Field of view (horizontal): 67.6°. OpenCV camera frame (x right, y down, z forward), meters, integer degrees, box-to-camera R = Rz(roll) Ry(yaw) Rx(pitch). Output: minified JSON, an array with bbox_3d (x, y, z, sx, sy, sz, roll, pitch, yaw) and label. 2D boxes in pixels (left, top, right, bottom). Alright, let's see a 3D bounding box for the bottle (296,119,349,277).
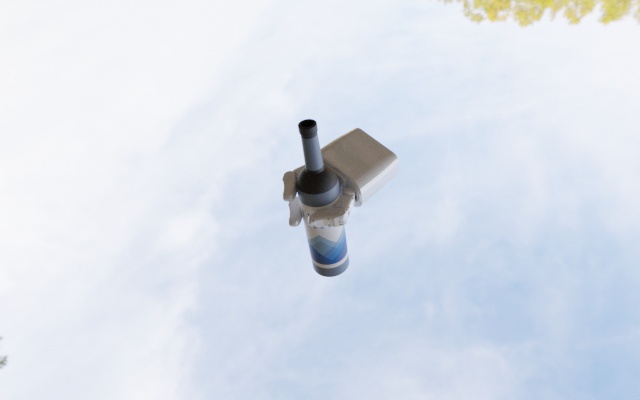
[{"bbox_3d":[0.000,0.003,0.768,0.069,0.296,0.069,-6,40,5],"label":"bottle"}]
